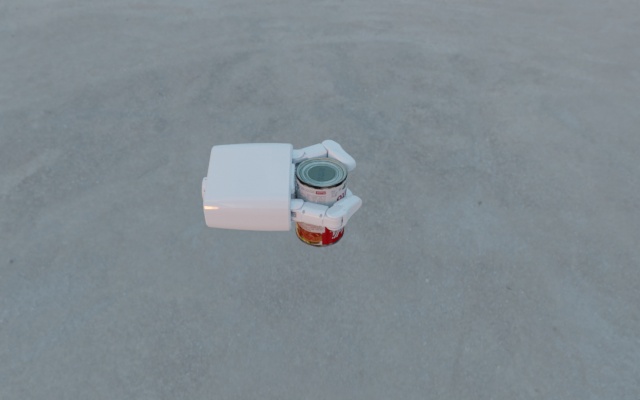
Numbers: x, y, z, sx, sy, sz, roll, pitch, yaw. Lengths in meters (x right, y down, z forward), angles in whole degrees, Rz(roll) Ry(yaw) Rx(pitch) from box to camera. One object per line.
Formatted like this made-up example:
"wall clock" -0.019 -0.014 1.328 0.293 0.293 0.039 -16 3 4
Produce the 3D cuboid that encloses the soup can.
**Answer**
"soup can" 0.001 0.002 0.632 0.068 0.102 0.068 1 39 -1
